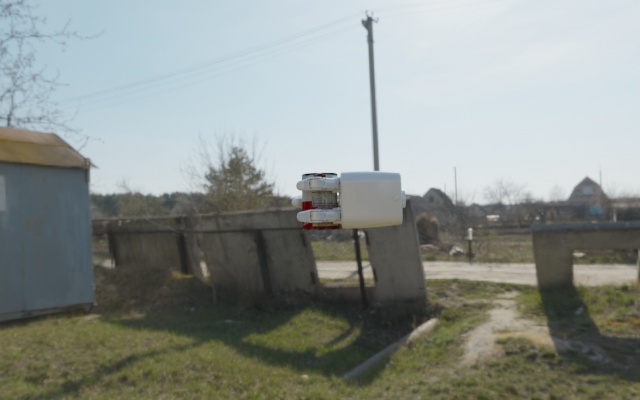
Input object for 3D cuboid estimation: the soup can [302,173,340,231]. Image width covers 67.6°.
[{"bbox_3d":[0.000,0.003,0.868,0.068,0.102,0.068,-2,-2,0],"label":"soup can"}]
